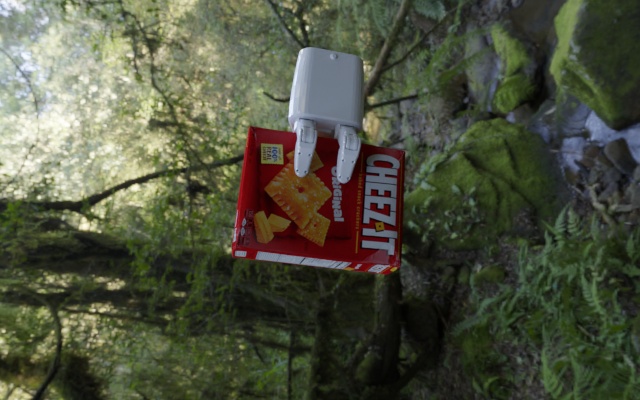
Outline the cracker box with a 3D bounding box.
[{"bbox_3d":[0.000,0.002,0.631,0.214,0.164,0.072,8,-17,-9],"label":"cracker box"}]
